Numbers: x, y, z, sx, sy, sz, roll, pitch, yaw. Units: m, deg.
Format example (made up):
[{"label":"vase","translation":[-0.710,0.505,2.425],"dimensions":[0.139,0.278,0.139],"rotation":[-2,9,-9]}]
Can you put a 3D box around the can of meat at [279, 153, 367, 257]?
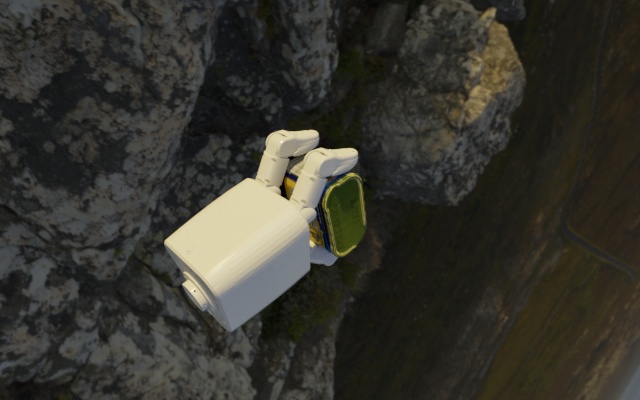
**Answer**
[{"label":"can of meat","translation":[0.000,0.002,0.513],"dimensions":[0.057,0.102,0.084],"rotation":[-36,46,-26]}]
